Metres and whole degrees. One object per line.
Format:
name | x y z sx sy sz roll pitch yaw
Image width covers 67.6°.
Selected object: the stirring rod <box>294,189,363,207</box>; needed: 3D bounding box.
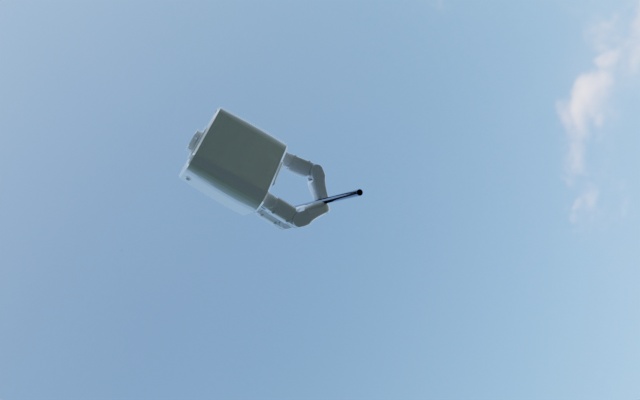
stirring rod | 0.000 0.002 0.668 0.011 0.011 0.239 0 -6 -23
